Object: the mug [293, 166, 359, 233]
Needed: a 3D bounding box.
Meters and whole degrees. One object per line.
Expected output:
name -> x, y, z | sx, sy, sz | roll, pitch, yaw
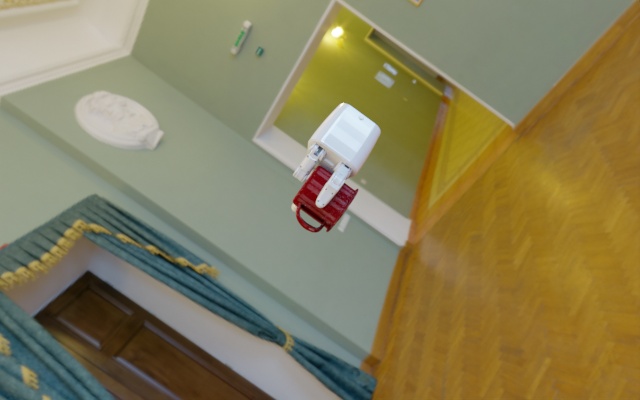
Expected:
mug -> -0.001, 0.004, 0.817 | 0.081, 0.117, 0.093 | 36, -29, -2
